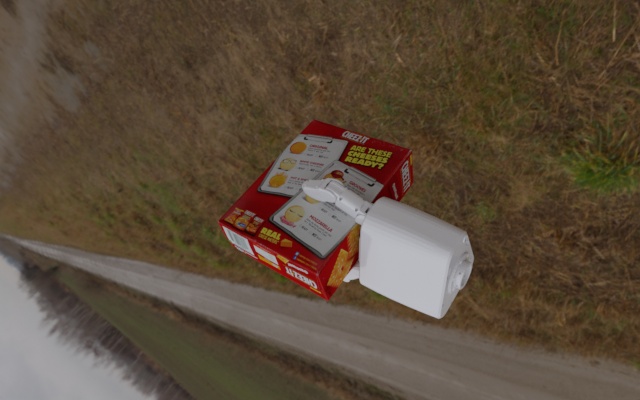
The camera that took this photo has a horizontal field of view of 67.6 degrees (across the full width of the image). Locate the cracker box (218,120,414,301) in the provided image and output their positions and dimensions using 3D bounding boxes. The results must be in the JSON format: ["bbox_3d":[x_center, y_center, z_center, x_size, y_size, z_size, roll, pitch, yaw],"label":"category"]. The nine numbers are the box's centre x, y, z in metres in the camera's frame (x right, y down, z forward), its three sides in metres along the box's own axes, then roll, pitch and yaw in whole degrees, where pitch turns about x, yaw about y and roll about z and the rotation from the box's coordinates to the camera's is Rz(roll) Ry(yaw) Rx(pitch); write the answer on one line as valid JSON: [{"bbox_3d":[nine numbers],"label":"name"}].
[{"bbox_3d":[0.000,0.002,0.630,0.164,0.213,0.072,23,-31,30],"label":"cracker box"}]
